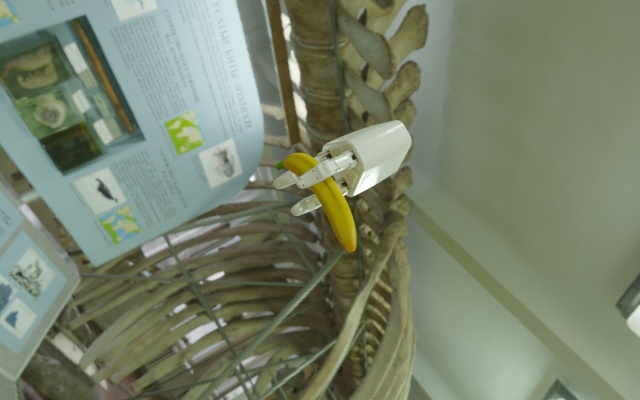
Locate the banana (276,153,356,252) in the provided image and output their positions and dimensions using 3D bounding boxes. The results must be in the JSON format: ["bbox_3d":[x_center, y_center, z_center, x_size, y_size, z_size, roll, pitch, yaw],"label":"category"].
[{"bbox_3d":[0.002,-0.011,0.741,0.037,0.197,0.070,-26,-25,-29],"label":"banana"}]
